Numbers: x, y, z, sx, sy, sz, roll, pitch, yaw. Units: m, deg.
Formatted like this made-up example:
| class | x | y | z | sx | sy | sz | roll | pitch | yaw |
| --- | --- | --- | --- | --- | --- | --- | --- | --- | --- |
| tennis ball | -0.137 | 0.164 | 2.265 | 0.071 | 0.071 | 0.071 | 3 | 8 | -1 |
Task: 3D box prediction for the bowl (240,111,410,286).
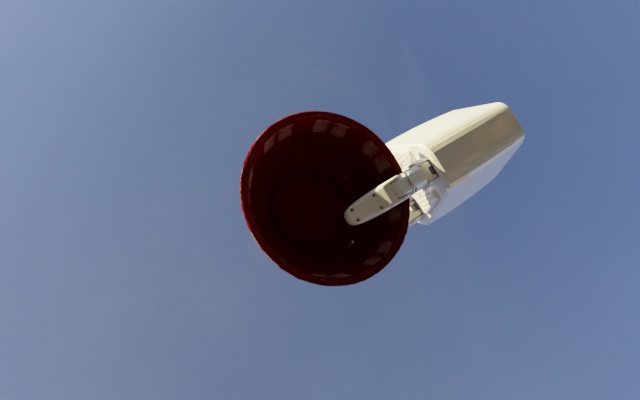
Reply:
| class | x | y | z | sx | sy | sz | roll | pitch | yaw |
| --- | --- | --- | --- | --- | --- | --- | --- | --- | --- |
| bowl | -0.001 | 0.002 | 0.445 | 0.162 | 0.162 | 0.055 | 0 | -15 | -22 |
